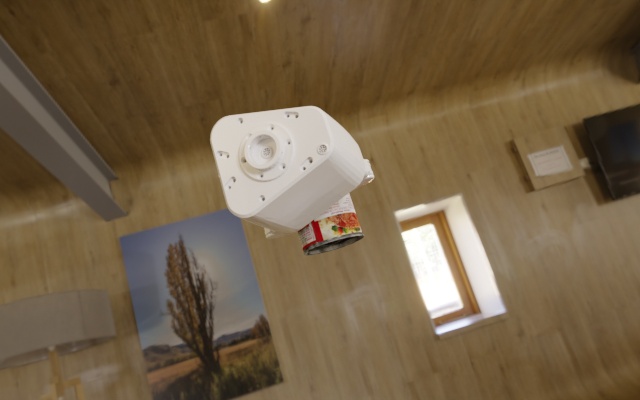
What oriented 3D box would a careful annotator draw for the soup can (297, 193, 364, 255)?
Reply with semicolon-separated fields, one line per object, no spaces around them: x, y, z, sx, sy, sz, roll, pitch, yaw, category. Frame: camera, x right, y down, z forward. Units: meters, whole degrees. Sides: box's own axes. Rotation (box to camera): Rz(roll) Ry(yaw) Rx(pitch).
0.000;0.001;0.526;0.068;0.102;0.068;-16;-13;-4;soup can
